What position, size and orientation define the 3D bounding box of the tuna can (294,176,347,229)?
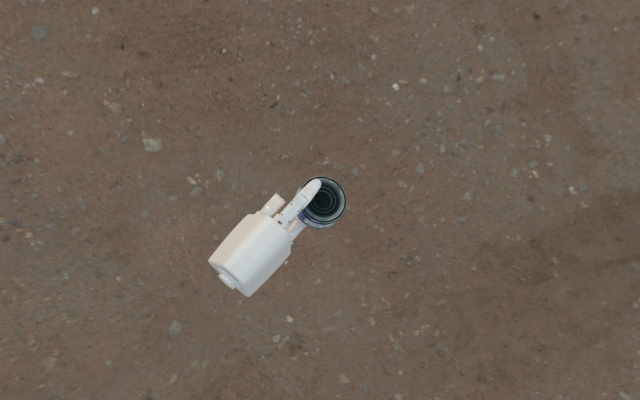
[{"bbox_3d":[0.000,0.002,0.801,0.086,0.086,0.034,0,-17,-16],"label":"tuna can"}]
